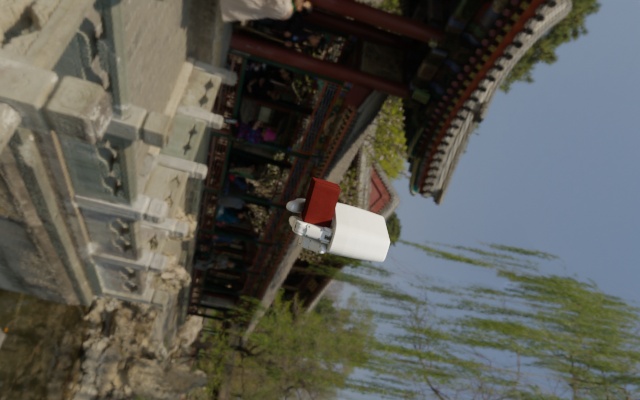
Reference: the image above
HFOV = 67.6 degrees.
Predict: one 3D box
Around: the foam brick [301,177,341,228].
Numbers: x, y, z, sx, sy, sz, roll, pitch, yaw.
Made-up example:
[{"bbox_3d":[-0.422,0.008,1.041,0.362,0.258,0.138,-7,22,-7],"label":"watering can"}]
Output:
[{"bbox_3d":[0.000,0.003,0.873,0.051,0.078,0.053,14,11,-8],"label":"foam brick"}]
